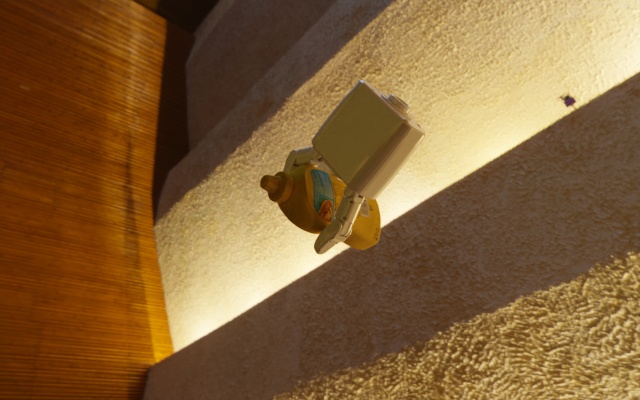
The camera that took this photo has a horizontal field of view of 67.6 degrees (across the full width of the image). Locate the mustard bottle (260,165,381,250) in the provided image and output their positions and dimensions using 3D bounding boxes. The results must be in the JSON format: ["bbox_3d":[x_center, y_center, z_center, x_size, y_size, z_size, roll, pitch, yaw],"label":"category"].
[{"bbox_3d":[0.000,0.002,0.654,0.192,0.096,0.058,21,-38,-38],"label":"mustard bottle"}]
